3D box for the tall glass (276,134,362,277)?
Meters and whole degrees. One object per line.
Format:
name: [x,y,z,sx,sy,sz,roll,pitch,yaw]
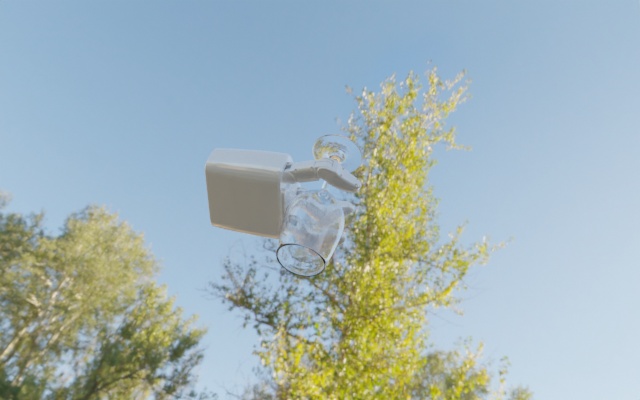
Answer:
tall glass: [0.000,0.002,0.631,0.079,0.201,0.079,10,-43,9]
